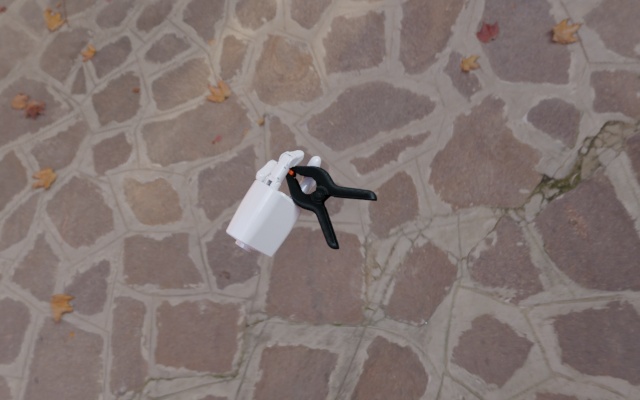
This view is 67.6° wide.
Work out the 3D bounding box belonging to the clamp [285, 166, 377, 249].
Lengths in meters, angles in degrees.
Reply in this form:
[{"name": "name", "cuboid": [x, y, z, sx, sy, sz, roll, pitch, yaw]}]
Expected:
[{"name": "clamp", "cuboid": [0.000, 0.002, 0.841, 0.171, 0.120, 0.039, 29, -6, 18]}]
